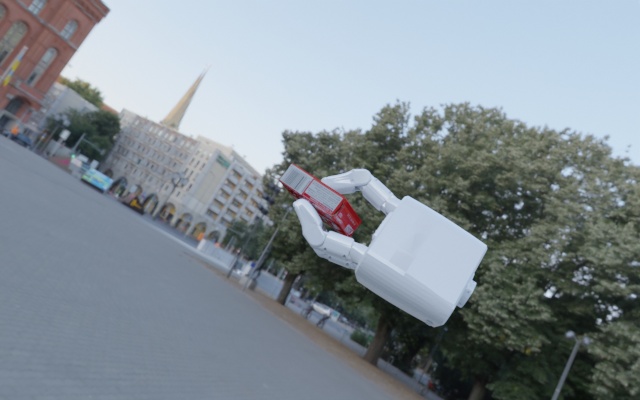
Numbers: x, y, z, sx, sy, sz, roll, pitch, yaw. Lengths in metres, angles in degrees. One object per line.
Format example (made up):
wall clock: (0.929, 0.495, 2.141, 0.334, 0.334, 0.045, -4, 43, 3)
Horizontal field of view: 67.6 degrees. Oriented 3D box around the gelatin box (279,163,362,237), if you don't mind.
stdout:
gelatin box: (0.000, 0.001, 0.572, 0.089, 0.030, 0.073, 34, -9, 28)
